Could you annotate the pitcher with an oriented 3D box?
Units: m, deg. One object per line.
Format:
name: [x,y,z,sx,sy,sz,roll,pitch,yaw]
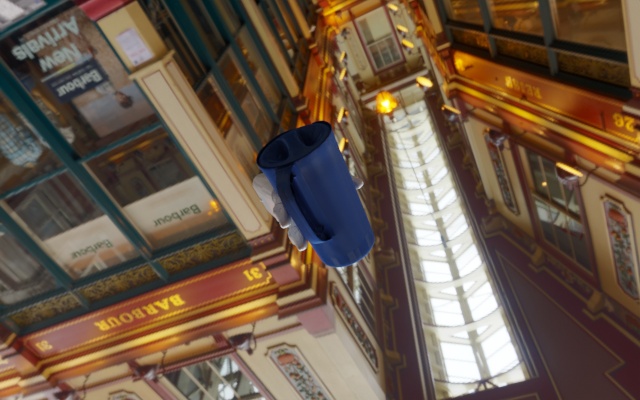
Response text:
pitcher: [0.000,0.003,0.808,0.149,0.243,0.145,-38,31,-17]
